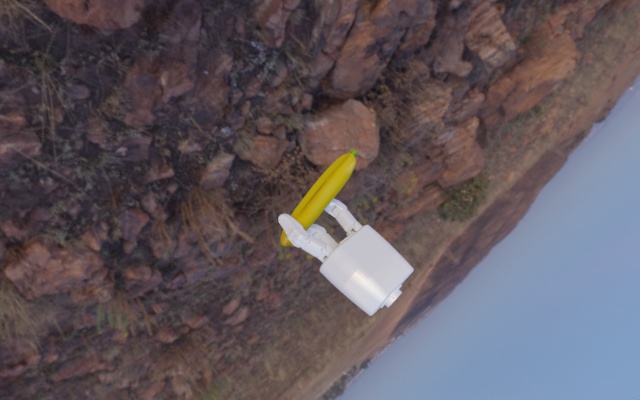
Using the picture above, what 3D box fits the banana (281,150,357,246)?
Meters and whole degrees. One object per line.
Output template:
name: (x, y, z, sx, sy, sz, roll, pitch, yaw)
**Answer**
banana: (-0.001, -0.002, 0.761, 0.037, 0.198, 0.069, 40, 1, 12)
